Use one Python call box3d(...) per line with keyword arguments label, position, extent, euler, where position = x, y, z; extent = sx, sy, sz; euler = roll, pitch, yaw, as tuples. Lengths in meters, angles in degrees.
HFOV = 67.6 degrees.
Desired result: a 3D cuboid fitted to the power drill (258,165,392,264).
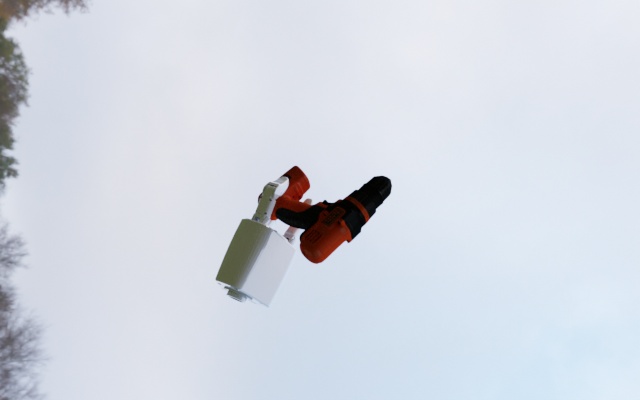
box3d(label="power drill", position=(0.000, 0.003, 0.776), extent=(0.184, 0.057, 0.187), euler=(-41, 40, -22))
